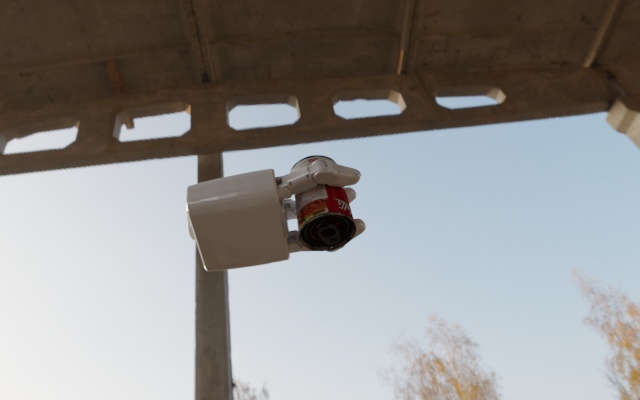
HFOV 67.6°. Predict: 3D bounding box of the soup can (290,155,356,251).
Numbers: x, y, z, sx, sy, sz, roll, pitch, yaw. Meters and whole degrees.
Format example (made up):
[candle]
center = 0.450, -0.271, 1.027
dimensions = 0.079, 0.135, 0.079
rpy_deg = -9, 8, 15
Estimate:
[soup can]
center = 0.001, 0.002, 0.587
dimensions = 0.068, 0.102, 0.069
rpy_deg = -7, -42, -6
